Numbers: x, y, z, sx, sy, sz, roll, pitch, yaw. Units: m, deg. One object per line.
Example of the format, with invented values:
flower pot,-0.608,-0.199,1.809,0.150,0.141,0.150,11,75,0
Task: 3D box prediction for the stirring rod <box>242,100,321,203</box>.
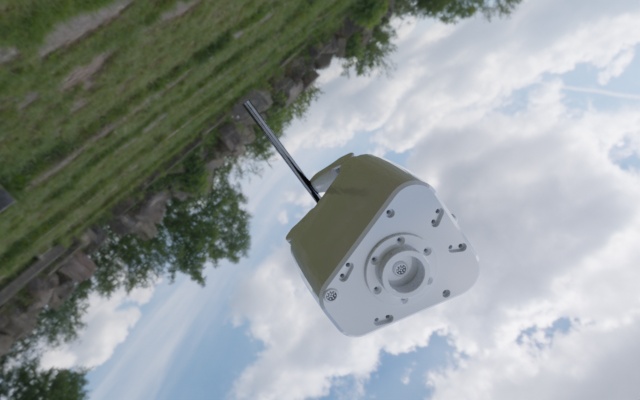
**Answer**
stirring rod,0.000,0.002,0.474,0.011,0.239,0.011,-33,18,12
